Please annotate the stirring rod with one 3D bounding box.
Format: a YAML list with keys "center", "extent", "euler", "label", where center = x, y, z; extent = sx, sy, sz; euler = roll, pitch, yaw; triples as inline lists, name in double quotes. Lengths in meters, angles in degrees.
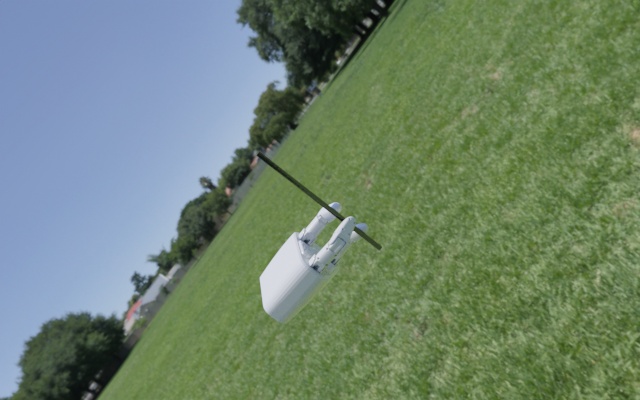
- center: [0.000, 0.003, 0.733]
  extent: [0.239, 0.011, 0.011]
  euler: [38, -6, -8]
  label: "stirring rod"
